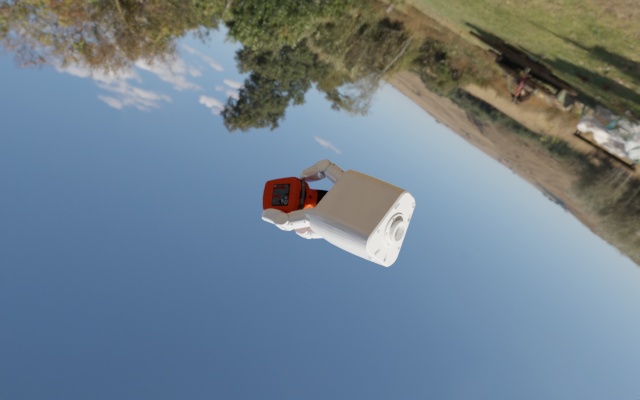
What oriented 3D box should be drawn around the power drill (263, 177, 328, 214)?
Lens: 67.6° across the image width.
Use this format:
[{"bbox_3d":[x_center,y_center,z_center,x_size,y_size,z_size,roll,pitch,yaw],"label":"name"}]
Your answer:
[{"bbox_3d":[0.000,0.003,0.813,0.187,0.057,0.184,7,-7,-34],"label":"power drill"}]
